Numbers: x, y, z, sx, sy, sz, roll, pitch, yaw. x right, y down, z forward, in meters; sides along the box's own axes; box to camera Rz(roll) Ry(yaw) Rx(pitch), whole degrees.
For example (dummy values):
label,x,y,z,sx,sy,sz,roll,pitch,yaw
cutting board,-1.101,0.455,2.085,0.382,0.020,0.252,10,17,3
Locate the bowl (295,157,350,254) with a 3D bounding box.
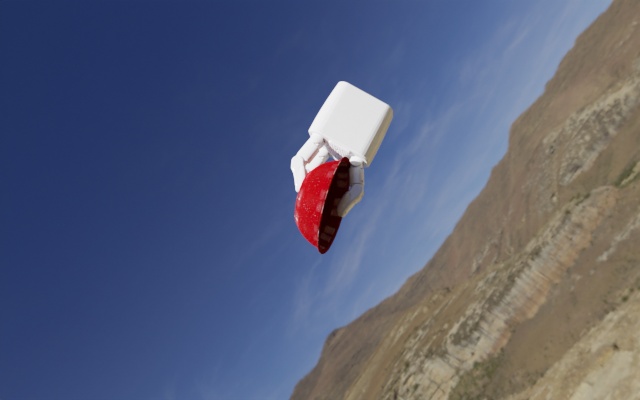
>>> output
label,x,y,z,sx,sy,sz,roll,pitch,yaw
bowl,-0.001,0.004,0.772,0.055,0.162,0.162,14,3,14
